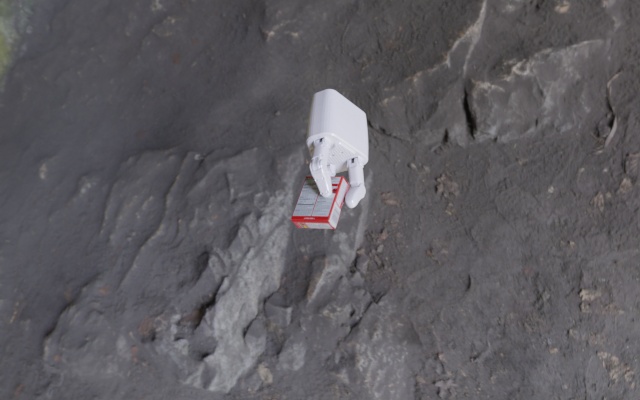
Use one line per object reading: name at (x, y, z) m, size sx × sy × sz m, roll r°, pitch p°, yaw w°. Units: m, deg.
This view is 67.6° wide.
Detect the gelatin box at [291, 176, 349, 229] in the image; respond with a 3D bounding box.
gelatin box at (0.000, 0.003, 0.784) m, size 0.073 × 0.089 × 0.030 m, roll 0°, pitch -33°, yaw 32°
